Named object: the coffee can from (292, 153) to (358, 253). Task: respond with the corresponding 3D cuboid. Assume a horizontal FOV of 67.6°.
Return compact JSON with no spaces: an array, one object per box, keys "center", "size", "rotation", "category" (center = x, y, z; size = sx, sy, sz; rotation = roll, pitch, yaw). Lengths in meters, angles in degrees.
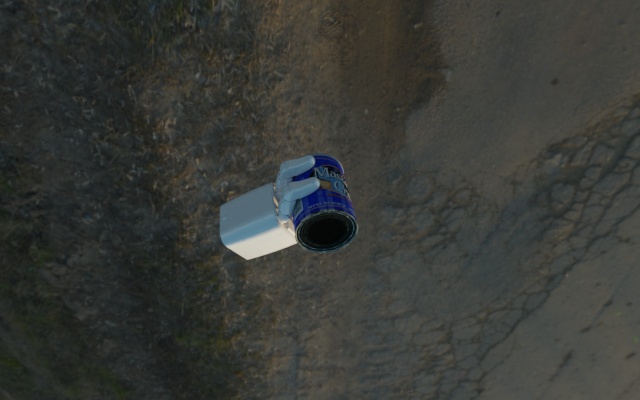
[{"center":[0.000,0.003,0.808],"size":[0.103,0.103,0.140],"rotation":[0,44,-11],"category":"coffee can"}]
